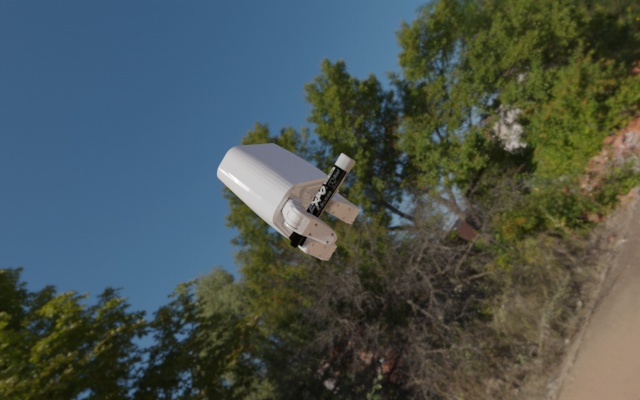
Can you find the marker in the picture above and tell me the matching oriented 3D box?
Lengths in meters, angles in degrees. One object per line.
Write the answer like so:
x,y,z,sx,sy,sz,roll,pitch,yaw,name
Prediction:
0.000,0.002,0.545,0.020,0.121,0.020,32,6,-4,marker
